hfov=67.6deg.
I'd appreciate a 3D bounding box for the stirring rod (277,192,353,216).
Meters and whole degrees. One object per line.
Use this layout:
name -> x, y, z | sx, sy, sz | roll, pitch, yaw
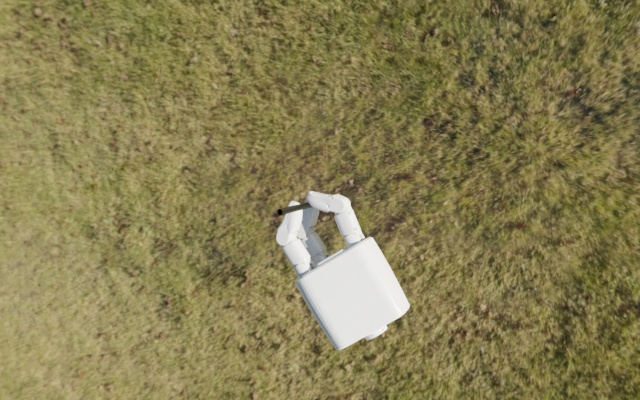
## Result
stirring rod -> 0.000, 0.002, 0.678 | 0.011, 0.011, 0.239 | 0, 6, 24
